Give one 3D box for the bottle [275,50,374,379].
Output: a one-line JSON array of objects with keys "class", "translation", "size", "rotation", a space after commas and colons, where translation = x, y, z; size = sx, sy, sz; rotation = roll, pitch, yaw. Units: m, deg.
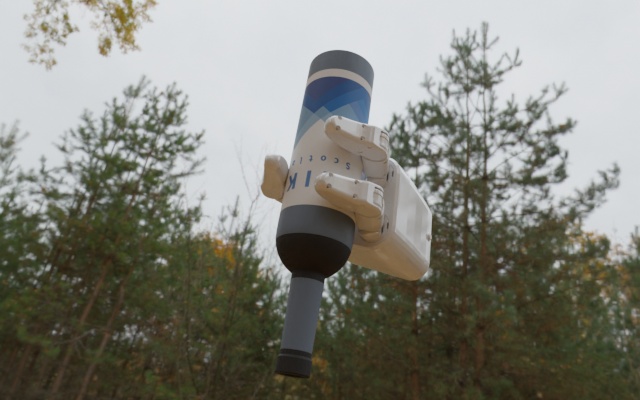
[{"class": "bottle", "translation": [0.000, 0.001, 0.424], "size": [0.069, 0.295, 0.069], "rotation": [8, -25, 4]}]
